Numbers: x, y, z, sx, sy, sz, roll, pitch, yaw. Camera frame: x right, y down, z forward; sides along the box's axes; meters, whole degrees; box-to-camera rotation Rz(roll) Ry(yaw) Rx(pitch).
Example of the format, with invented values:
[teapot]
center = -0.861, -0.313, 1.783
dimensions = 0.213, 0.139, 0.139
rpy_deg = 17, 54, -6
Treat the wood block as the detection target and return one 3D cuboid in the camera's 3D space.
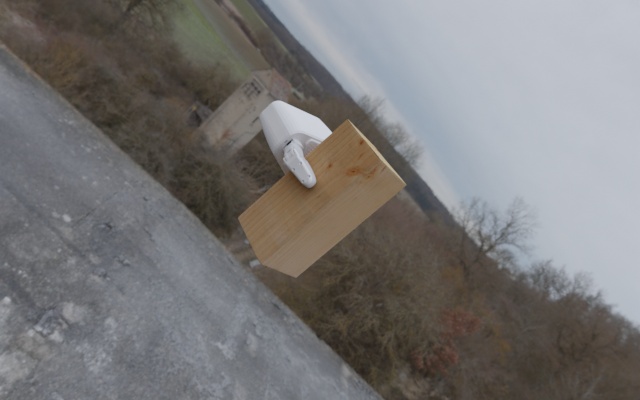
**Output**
[wood block]
center = 0.000, 0.002, 0.658
dimensions = 0.206, 0.090, 0.091
rpy_deg = -41, -37, 11
